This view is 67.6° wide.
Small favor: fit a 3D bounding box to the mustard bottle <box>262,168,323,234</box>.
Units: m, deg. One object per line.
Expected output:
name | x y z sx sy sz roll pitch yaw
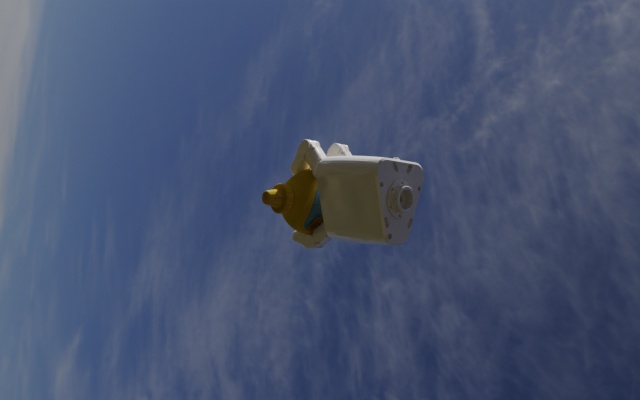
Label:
mustard bottle | 0.000 0.002 0.690 0.191 0.096 0.058 4 24 -41
